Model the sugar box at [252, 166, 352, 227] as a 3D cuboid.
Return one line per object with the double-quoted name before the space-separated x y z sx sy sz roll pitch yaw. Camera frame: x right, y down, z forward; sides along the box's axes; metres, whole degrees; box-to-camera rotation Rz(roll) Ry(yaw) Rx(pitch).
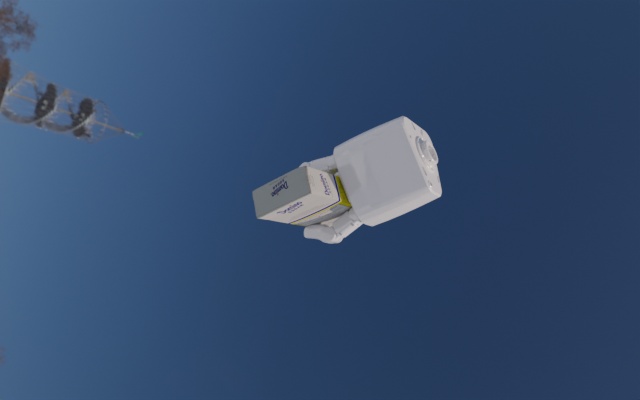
"sugar box" 0.000 0.002 0.662 0.093 0.048 0.176 -24 -24 30
